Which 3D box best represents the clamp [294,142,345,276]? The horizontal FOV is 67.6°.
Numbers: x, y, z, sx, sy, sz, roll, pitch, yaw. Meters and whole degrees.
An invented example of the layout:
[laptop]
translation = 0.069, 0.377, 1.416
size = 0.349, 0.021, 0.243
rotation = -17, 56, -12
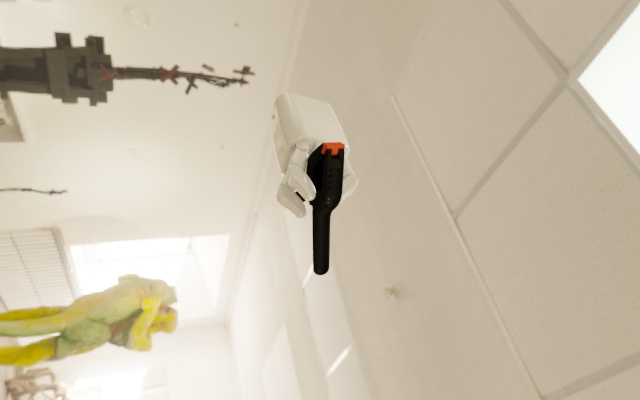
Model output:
[clamp]
translation = 0.001, 0.002, 0.716
size = 0.036, 0.164, 0.210
rotation = -6, -34, -22
